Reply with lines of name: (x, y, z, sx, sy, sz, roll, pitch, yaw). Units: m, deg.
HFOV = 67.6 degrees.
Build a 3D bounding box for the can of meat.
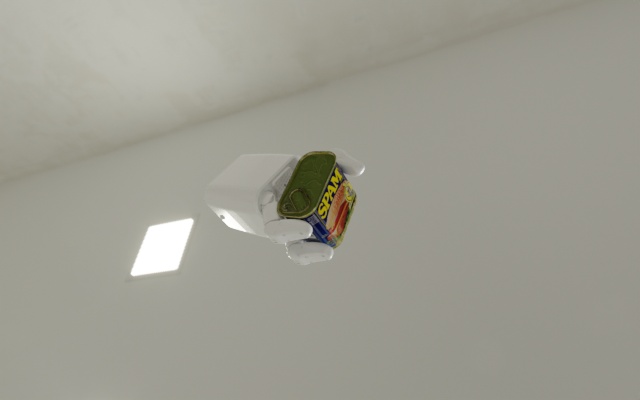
can of meat: (0.000, 0.002, 0.615, 0.057, 0.102, 0.084, 3, -34, 33)
